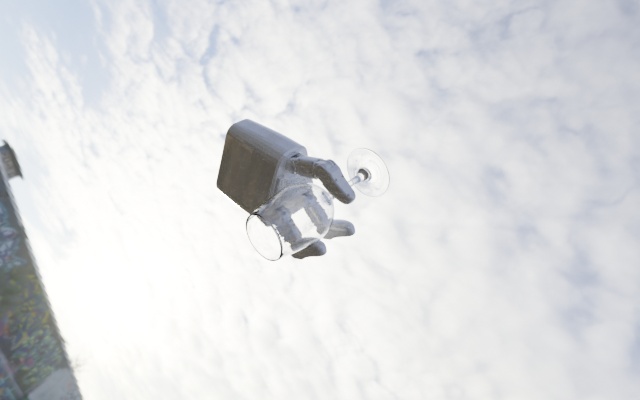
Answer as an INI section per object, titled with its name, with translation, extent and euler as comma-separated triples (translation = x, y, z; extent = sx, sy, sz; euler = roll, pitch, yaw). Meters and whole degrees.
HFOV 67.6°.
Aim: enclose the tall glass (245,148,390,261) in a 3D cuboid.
[tall glass]
translation = 0.001, 0.002, 0.608
extent = 0.079, 0.079, 0.201
euler = 0, 25, 47
